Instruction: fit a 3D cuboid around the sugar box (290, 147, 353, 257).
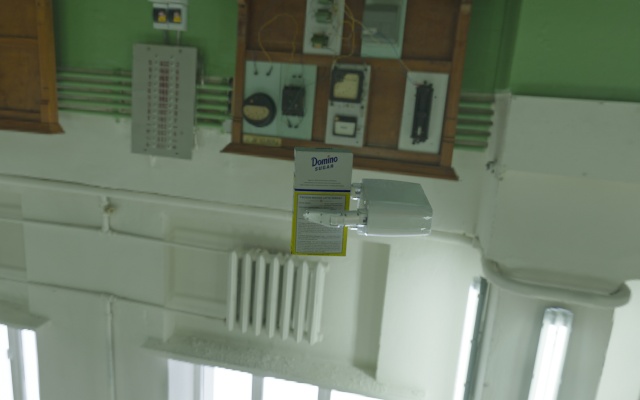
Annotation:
[{"bbox_3d":[0.000,0.003,0.781,0.093,0.176,0.048,2,13,-7],"label":"sugar box"}]
